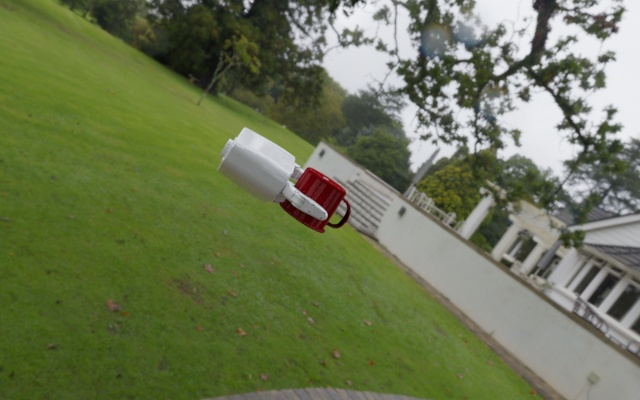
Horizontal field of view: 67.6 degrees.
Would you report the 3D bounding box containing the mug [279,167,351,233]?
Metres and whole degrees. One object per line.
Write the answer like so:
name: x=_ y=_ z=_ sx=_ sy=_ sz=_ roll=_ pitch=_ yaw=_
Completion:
mug: x=0.001 y=0.003 z=0.817 sx=0.117 sy=0.081 sz=0.093 roll=32 pitch=7 yaw=-13
